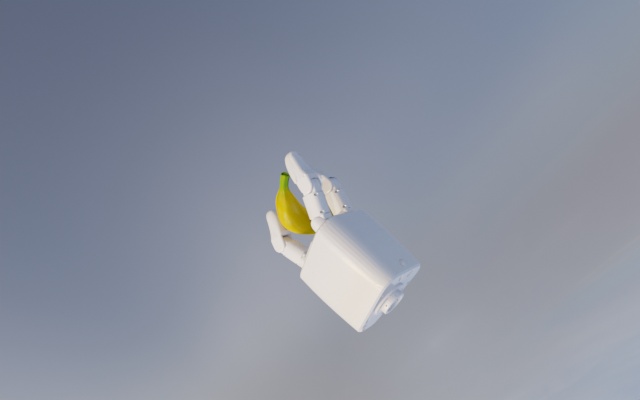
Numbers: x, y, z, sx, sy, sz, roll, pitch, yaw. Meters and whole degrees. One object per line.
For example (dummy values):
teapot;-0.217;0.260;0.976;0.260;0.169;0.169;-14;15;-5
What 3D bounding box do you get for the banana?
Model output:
banana;-0.011;0.017;0.670;0.037;0.069;0.198;35;5;27
